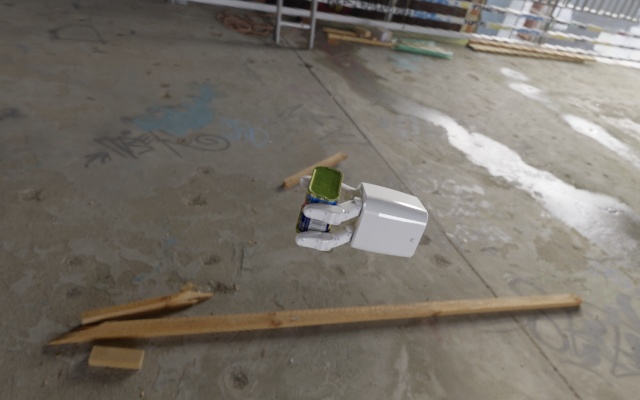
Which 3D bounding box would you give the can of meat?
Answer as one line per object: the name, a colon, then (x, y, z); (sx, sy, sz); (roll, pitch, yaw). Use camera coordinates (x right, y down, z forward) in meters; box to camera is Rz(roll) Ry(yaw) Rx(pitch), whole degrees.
can of meat: (0.000, 0.002, 0.781); (0.057, 0.084, 0.102); (15, 34, -2)
